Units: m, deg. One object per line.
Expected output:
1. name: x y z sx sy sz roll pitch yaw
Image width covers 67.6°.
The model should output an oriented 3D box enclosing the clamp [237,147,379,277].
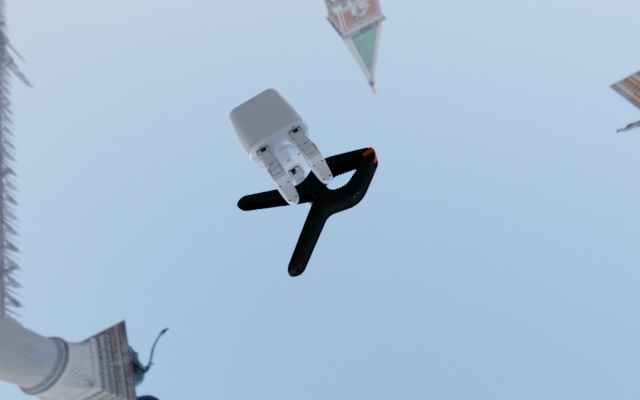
1. clamp: 0.001 0.002 0.667 0.210 0.164 0.036 -31 -39 -4
